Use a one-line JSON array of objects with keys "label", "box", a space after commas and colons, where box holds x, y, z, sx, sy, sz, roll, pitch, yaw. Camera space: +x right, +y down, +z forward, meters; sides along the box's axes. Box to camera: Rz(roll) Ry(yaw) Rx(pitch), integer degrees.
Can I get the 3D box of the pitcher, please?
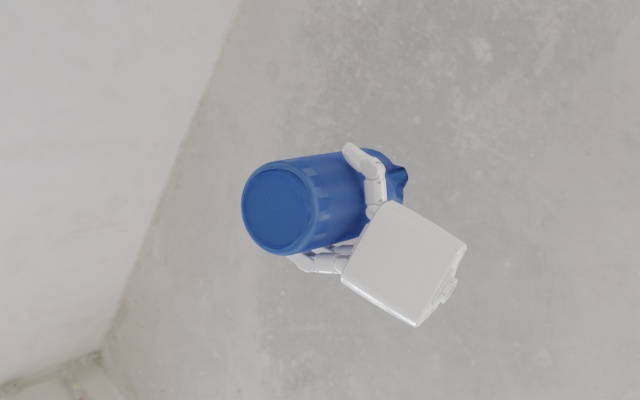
[{"label": "pitcher", "box": [0.000, 0.002, 0.637, 0.145, 0.149, 0.243, 30, 20, 24]}]
